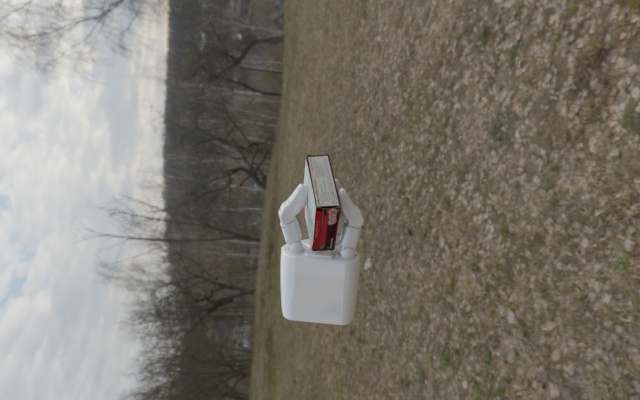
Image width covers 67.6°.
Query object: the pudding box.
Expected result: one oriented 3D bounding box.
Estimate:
[{"bbox_3d":[0.000,0.002,0.684,0.039,0.090,0.113,-3,45,-11],"label":"pudding box"}]
